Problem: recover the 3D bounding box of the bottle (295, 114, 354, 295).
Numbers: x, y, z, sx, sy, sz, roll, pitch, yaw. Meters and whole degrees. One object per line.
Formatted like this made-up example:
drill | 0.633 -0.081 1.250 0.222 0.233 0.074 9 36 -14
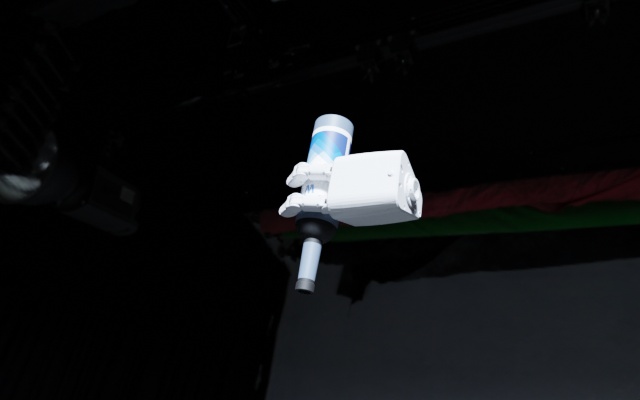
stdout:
bottle | 0.000 0.002 0.750 0.069 0.295 0.069 8 -27 4
